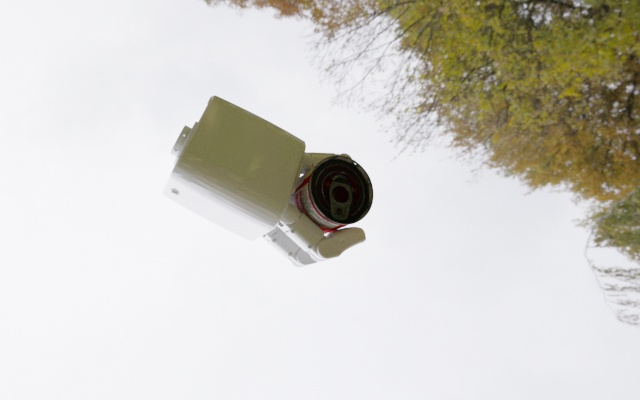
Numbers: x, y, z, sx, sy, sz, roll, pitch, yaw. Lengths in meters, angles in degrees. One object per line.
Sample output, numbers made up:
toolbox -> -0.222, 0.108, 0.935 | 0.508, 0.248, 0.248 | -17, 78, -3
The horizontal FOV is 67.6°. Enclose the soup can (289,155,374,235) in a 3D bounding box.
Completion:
soup can -> 0.000, 0.002, 0.495 | 0.068, 0.068, 0.102 | 0, -14, -25
